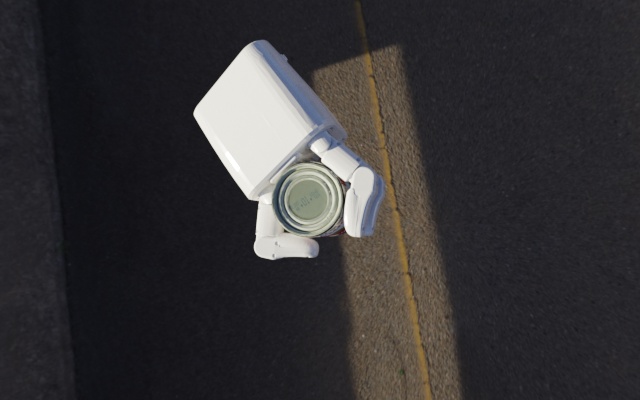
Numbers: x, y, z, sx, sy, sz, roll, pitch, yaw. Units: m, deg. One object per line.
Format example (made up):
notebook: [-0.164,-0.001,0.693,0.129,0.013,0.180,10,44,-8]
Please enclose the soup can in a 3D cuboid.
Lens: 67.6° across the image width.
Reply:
soup can: [0.000,0.002,0.462,0.068,0.068,0.102,0,-3,14]
